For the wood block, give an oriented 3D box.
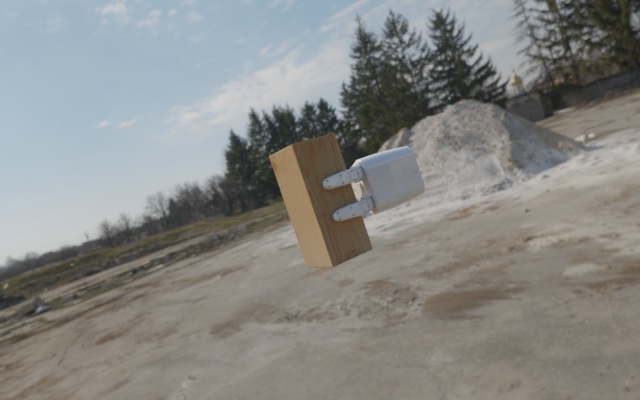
[{"bbox_3d":[0.000,0.002,0.814,0.090,0.206,0.091,-20,2,-31],"label":"wood block"}]
